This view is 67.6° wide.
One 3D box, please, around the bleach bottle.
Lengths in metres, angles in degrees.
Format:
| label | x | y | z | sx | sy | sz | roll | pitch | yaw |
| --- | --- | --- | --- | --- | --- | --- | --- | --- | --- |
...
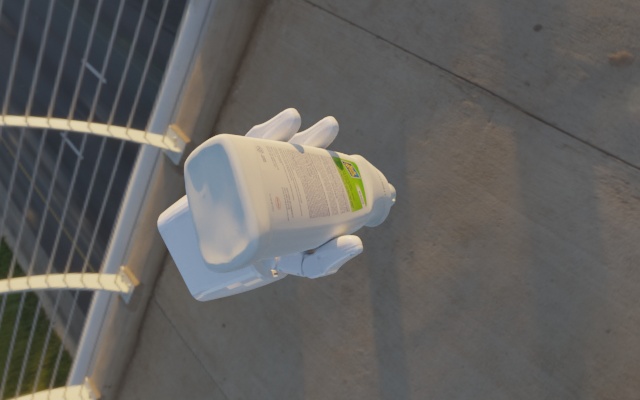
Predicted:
| label | x | y | z | sx | sy | sz | roll | pitch | yaw |
| --- | --- | --- | --- | --- | --- | --- | --- | --- | --- |
| bleach bottle | 0.000 | 0.001 | 0.442 | 0.068 | 0.102 | 0.251 | -25 | -15 | 35 |
